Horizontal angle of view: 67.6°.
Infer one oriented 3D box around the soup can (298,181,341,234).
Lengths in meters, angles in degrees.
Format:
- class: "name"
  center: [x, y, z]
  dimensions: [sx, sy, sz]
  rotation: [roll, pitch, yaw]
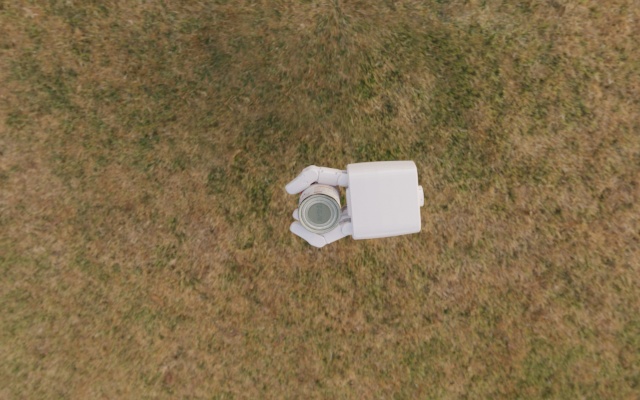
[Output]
- class: "soup can"
  center: [0.000, 0.003, 0.760]
  dimensions: [0.068, 0.068, 0.102]
  rotation: [0, 22, 2]
